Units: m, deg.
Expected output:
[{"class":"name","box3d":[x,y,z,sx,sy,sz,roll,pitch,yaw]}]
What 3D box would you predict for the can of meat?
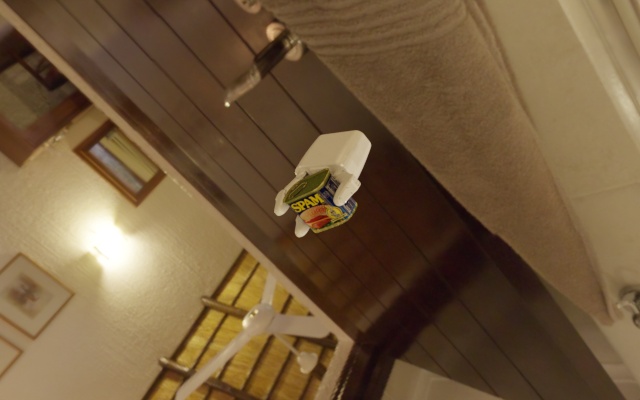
[{"class":"can of meat","box3d":[0.000,0.003,0.824,0.102,0.084,0.057,-23,29,41]}]
